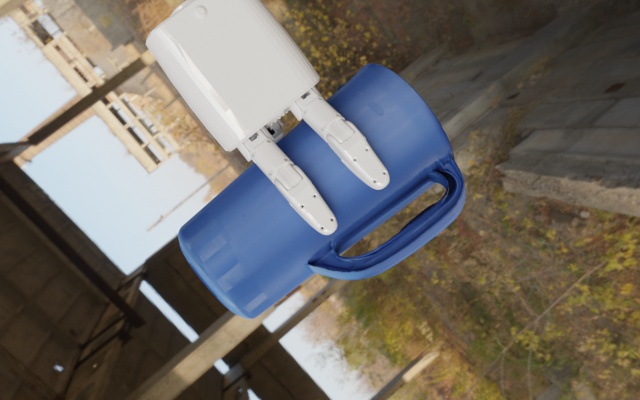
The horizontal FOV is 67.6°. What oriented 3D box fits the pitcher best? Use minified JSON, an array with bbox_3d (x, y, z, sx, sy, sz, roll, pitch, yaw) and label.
[{"bbox_3d":[0.000,0.001,0.442,0.243,0.145,0.149,-39,13,-6],"label":"pitcher"}]
